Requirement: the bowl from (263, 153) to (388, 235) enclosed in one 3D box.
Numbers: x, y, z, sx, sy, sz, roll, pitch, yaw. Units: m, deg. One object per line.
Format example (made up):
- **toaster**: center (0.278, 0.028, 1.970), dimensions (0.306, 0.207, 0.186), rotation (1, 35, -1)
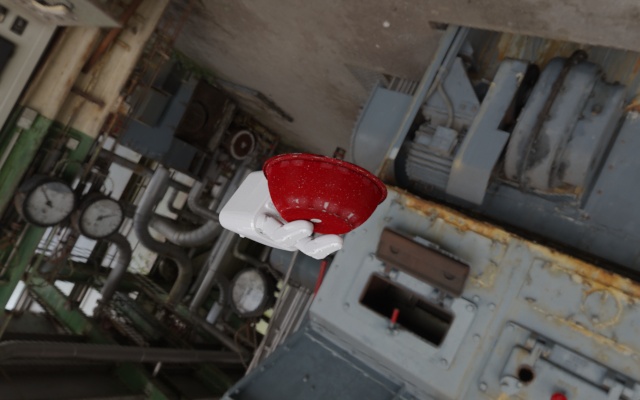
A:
- **bowl**: center (0.001, 0.002, 0.597), dimensions (0.162, 0.055, 0.162), rotation (11, -21, 4)
